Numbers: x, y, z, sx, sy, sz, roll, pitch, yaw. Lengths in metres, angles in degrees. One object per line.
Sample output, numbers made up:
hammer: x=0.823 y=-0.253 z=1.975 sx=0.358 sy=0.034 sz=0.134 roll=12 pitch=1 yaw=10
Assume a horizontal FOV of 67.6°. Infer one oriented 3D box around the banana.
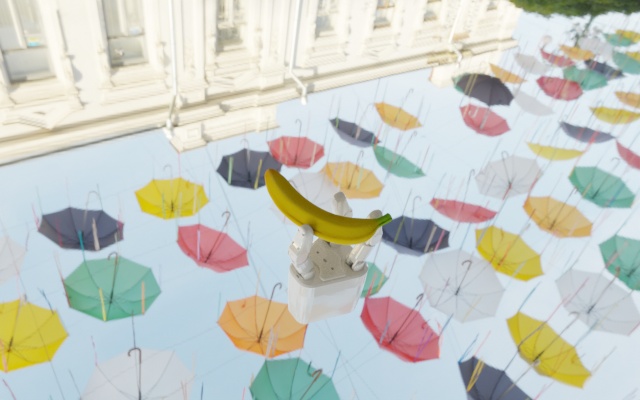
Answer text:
banana: x=-0.006 y=0.015 z=0.657 sx=0.198 sy=0.037 sz=0.069 roll=23 pitch=49 yaw=17
